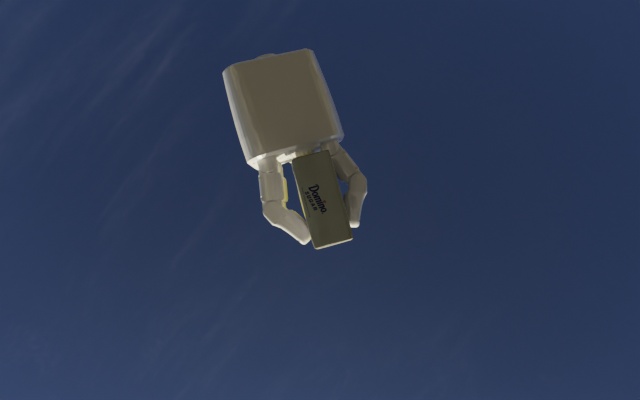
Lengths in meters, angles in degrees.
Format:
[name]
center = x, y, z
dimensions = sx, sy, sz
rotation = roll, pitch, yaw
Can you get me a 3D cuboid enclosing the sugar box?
[sugar box]
center = 0.000, 0.002, 0.544
dimensions = 0.048, 0.093, 0.176
rotation = -15, -2, 1
